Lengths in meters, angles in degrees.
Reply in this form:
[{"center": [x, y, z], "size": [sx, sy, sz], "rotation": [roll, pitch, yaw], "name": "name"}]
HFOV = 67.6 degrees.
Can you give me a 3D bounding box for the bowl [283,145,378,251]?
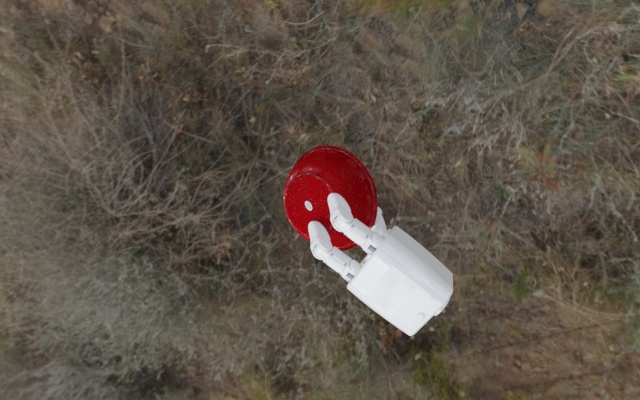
[{"center": [-0.001, 0.002, 0.696], "size": [0.162, 0.162, 0.055], "rotation": [0, 11, 36], "name": "bowl"}]
